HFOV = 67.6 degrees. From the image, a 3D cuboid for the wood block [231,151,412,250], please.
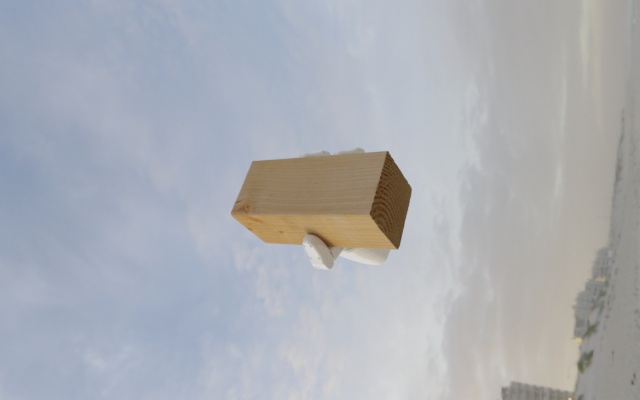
[{"bbox_3d":[0.000,0.003,0.620,0.206,0.090,0.090,-1,-32,33],"label":"wood block"}]
